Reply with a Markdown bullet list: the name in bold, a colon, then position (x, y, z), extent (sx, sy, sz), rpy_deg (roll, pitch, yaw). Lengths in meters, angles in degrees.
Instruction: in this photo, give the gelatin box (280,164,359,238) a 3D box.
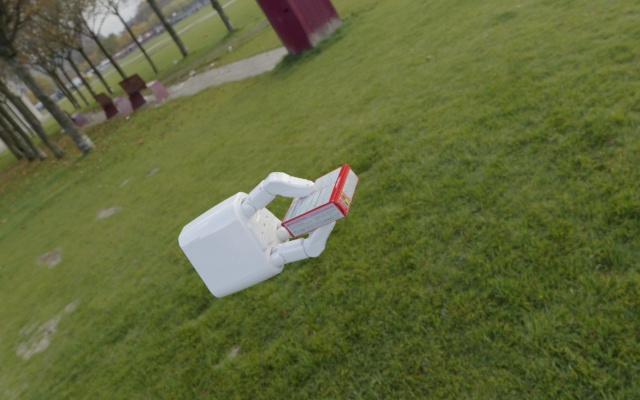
- **gelatin box**: position (0.000, 0.002, 0.596), extent (0.089, 0.030, 0.073), rpy_deg (-26, 27, 35)
